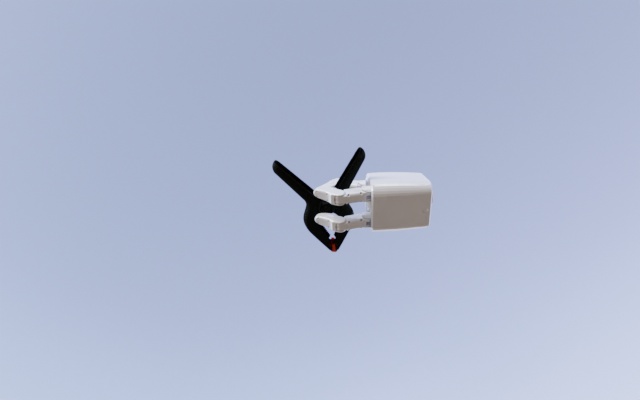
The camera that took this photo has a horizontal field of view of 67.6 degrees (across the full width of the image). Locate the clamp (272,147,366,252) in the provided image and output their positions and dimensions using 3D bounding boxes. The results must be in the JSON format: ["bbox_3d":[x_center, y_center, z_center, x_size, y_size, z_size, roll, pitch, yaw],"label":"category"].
[{"bbox_3d":[0.000,0.003,0.881,0.164,0.210,0.036,-2,30,2],"label":"clamp"}]
